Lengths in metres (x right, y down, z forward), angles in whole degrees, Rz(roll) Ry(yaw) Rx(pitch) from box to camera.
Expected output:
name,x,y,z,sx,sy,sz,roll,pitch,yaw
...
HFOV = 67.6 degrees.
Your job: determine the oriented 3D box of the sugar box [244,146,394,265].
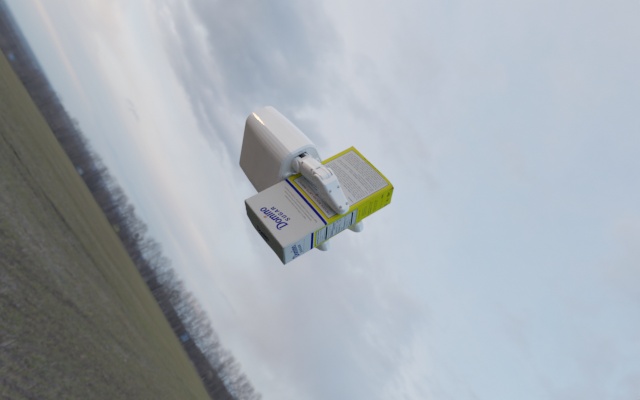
name,x,y,z,sx,sy,sz,roll,pitch,yaw
sugar box,0.000,0.002,0.625,0.176,0.093,0.048,-29,-33,-21
